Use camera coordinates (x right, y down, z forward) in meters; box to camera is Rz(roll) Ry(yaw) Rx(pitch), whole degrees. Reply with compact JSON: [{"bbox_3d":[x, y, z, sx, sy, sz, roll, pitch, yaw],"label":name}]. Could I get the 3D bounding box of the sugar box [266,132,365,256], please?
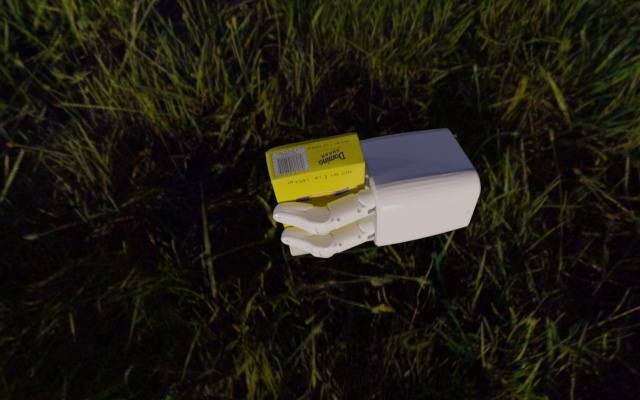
[{"bbox_3d":[0.000,0.002,0.530,0.093,0.048,0.176,-11,-33,-1],"label":"sugar box"}]
